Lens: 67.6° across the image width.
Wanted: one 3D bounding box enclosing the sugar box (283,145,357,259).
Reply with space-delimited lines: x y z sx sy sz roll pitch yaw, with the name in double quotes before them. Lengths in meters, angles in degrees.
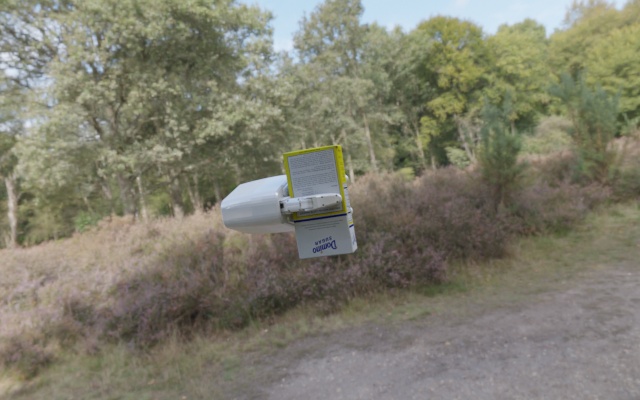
"sugar box" 0.000 0.002 0.782 0.093 0.176 0.048 -8 4 15
